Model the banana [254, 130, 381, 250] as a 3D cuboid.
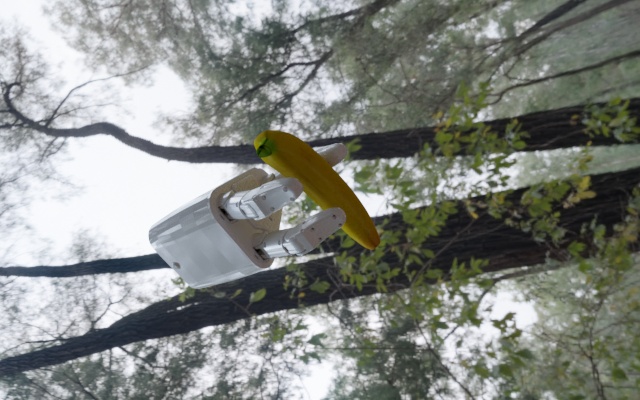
[{"bbox_3d":[-0.005,-0.014,0.467,0.037,0.069,0.198,-30,-43,22],"label":"banana"}]
